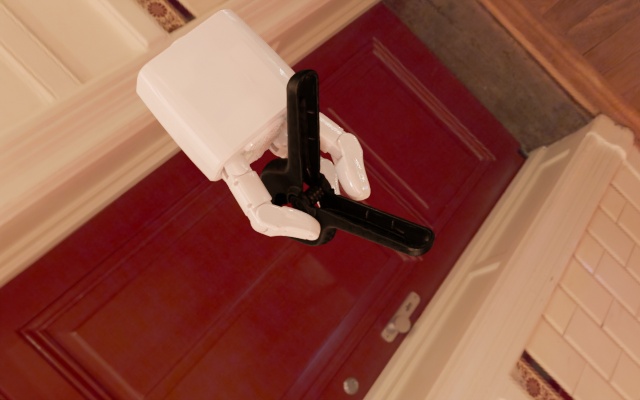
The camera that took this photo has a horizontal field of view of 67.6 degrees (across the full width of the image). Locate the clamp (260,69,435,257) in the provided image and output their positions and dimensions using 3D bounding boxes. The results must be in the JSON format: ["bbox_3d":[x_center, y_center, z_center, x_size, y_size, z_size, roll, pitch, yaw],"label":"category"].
[{"bbox_3d":[-0.001,0.002,0.428,0.036,0.164,0.210,-38,-2,-30],"label":"clamp"}]
